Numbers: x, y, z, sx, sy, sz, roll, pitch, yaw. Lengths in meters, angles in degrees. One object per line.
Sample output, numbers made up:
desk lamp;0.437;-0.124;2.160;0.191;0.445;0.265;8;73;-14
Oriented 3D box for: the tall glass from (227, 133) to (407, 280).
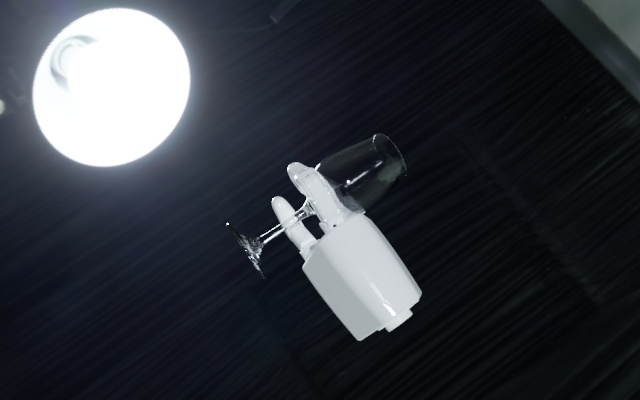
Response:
tall glass;-0.001;0.002;0.538;0.201;0.079;0.079;-34;7;-11
